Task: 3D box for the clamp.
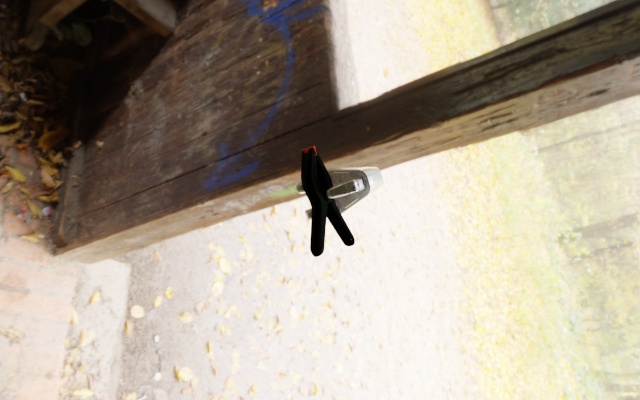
[{"bbox_3d":[0.001,0.002,0.891,0.036,0.210,0.164,-17,1,24],"label":"clamp"}]
